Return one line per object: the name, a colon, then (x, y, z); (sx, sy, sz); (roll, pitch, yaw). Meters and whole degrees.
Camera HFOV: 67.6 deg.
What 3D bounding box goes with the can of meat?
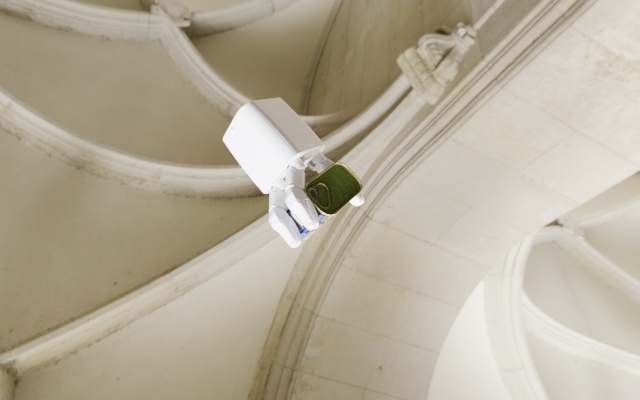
can of meat: (0.000, 0.002, 0.694); (0.102, 0.057, 0.084); (-40, -4, -44)
